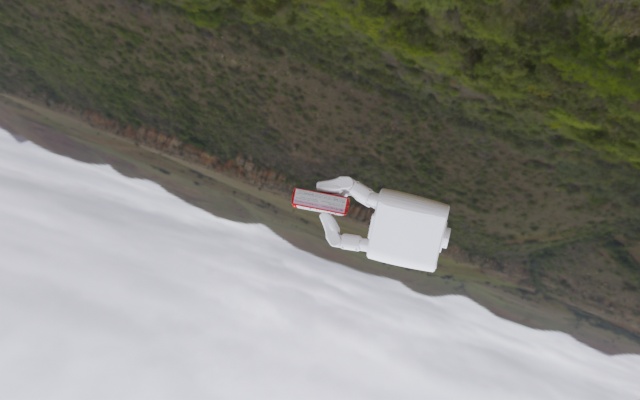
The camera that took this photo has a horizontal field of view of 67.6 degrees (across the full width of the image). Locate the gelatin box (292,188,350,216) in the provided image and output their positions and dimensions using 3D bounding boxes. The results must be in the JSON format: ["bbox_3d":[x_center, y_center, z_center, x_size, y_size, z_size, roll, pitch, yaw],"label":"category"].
[{"bbox_3d":[0.000,0.003,0.765,0.089,0.030,0.073,10,-4,0],"label":"gelatin box"}]
